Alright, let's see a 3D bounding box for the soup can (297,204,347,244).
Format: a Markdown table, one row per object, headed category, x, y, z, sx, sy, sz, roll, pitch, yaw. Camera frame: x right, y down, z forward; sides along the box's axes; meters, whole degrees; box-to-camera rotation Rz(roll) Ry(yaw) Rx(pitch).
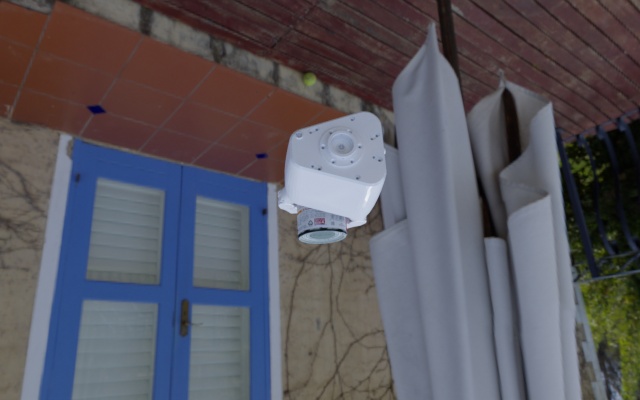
| category | x | y | z | sx | sy | sz | roll | pitch | yaw |
| --- | --- | --- | --- | --- | --- | --- | --- | --- | --- |
| soup can | 0.000 | 0.003 | 0.658 | 0.068 | 0.102 | 0.068 | -3 | -19 | -1 |
